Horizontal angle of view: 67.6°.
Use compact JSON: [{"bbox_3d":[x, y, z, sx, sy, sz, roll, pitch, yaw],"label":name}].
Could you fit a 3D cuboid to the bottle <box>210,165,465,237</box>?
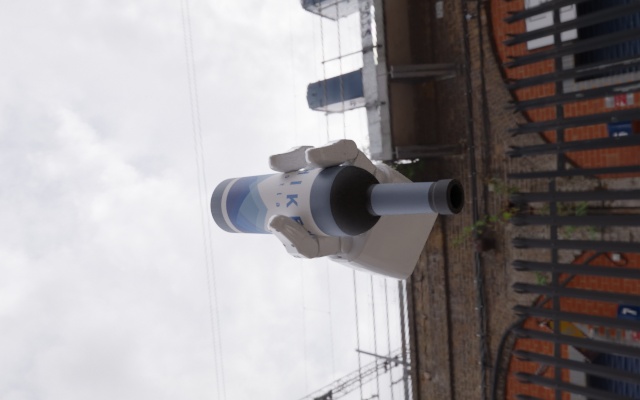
[{"bbox_3d":[0.000,0.002,0.471,0.296,0.069,0.069,-3,-2,45],"label":"bottle"}]
